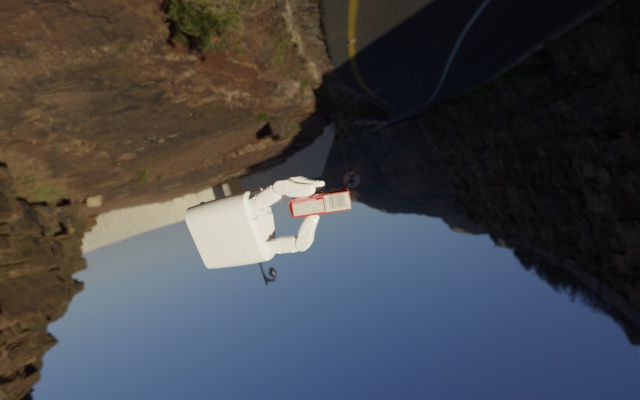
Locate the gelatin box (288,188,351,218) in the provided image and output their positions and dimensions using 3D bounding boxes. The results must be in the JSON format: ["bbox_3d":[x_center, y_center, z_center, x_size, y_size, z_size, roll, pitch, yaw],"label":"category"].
[{"bbox_3d":[0.001,0.003,0.718,0.089,0.030,0.073,-8,4,3],"label":"gelatin box"}]
